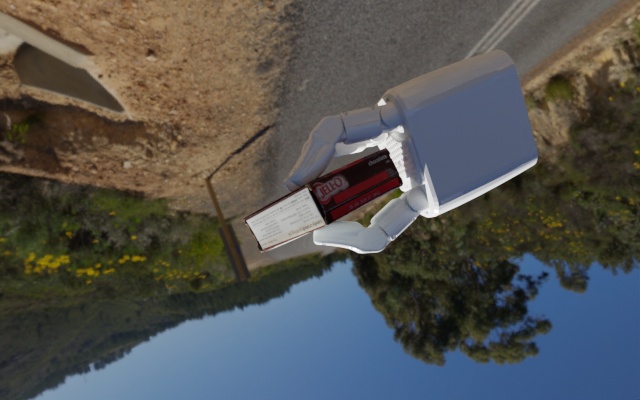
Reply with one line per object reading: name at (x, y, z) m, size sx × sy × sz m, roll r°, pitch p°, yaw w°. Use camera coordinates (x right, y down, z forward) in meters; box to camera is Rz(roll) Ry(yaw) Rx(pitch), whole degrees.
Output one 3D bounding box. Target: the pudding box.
pudding box at (0.000, 0.001, 0.403) m, size 0.090 × 0.039 × 0.113 m, roll -25°, pitch -2°, yaw -37°
